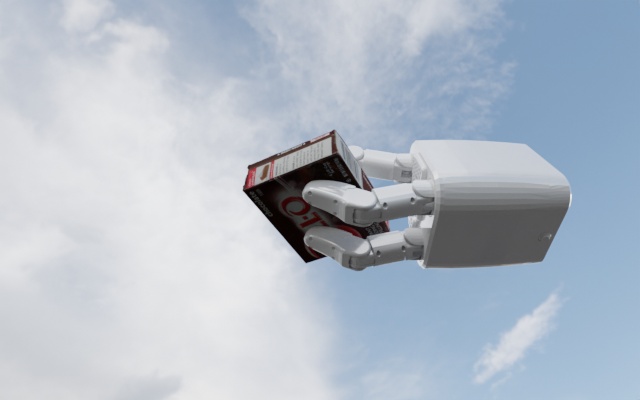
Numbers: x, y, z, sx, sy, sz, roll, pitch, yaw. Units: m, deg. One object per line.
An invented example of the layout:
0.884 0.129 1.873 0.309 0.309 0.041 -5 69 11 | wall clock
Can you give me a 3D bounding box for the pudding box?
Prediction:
0.000 0.001 0.423 0.090 0.039 0.113 -21 -51 19 | pudding box
